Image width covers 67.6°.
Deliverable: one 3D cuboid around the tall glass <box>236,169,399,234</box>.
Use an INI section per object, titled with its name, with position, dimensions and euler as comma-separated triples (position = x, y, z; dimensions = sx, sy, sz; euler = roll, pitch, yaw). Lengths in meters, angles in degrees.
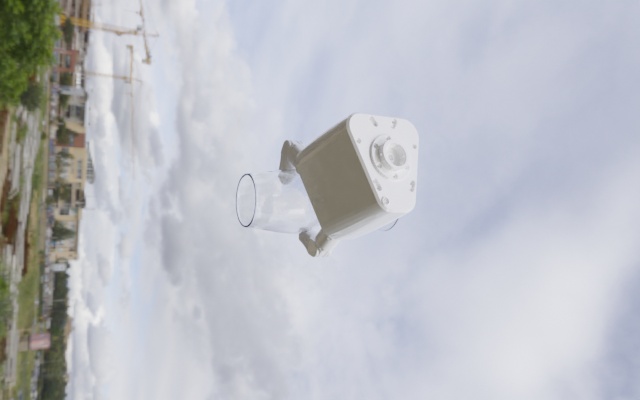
[tall glass]
position = 0.001, 0.002, 0.594
dimensions = 0.201, 0.079, 0.079
euler = 1, -1, -30
